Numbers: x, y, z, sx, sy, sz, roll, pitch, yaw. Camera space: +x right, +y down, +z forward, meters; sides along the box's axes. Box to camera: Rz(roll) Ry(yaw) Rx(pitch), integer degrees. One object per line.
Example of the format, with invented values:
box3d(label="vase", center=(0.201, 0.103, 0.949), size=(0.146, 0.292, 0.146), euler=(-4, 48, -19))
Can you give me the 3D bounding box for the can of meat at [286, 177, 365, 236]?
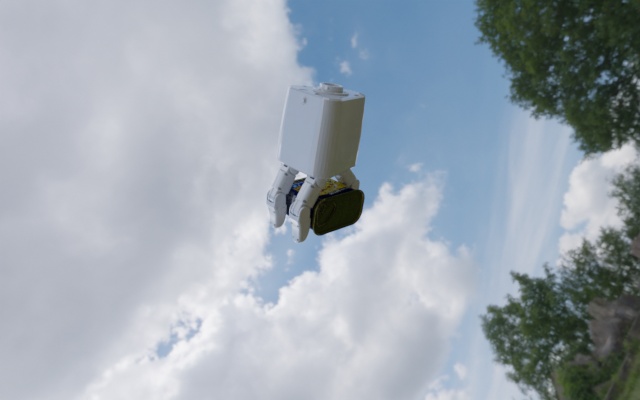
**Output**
box3d(label="can of meat", center=(0.000, 0.002, 0.712), size=(0.102, 0.057, 0.084), euler=(-16, 33, -42))
